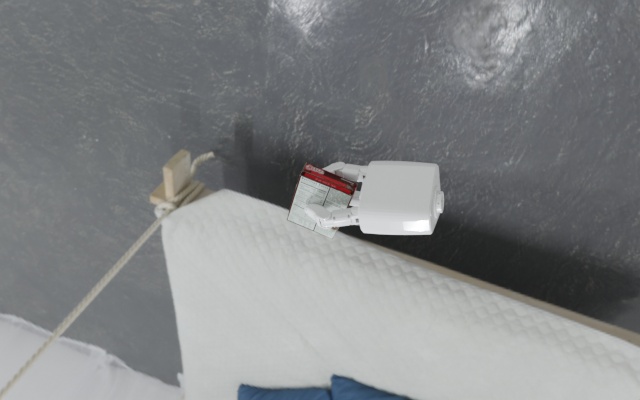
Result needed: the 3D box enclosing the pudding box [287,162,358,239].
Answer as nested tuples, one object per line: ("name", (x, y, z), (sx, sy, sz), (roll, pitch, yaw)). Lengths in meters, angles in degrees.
("pudding box", (0.000, 0.003, 0.781), (0.090, 0.114, 0.039), (23, 42, 3))
